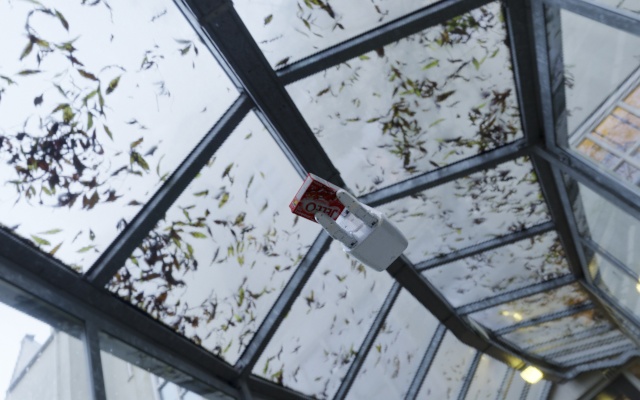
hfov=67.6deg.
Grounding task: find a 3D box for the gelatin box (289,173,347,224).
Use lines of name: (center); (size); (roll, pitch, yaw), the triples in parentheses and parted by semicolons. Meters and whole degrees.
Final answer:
gelatin box: (0.000, 0.002, 0.847); (0.089, 0.073, 0.030); (25, 18, -29)
